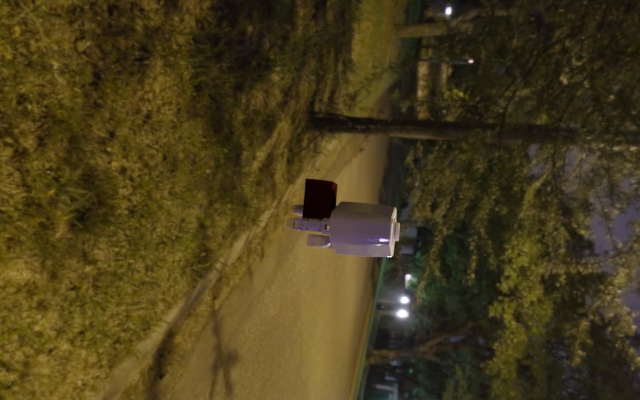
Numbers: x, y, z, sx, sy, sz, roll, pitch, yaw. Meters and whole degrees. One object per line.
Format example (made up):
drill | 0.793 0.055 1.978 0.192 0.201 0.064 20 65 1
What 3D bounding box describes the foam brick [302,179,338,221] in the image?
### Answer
foam brick | 0.000 0.003 0.871 0.051 0.078 0.053 4 -4 13
